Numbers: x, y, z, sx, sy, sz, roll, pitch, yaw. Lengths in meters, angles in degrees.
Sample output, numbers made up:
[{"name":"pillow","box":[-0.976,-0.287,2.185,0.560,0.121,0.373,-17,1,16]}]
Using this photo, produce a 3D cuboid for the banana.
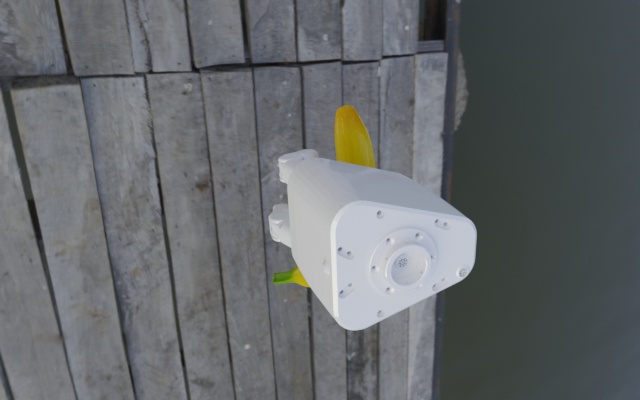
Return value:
[{"name":"banana","box":[0.016,0.010,0.464,0.069,0.198,0.037,19,16,-11]}]
